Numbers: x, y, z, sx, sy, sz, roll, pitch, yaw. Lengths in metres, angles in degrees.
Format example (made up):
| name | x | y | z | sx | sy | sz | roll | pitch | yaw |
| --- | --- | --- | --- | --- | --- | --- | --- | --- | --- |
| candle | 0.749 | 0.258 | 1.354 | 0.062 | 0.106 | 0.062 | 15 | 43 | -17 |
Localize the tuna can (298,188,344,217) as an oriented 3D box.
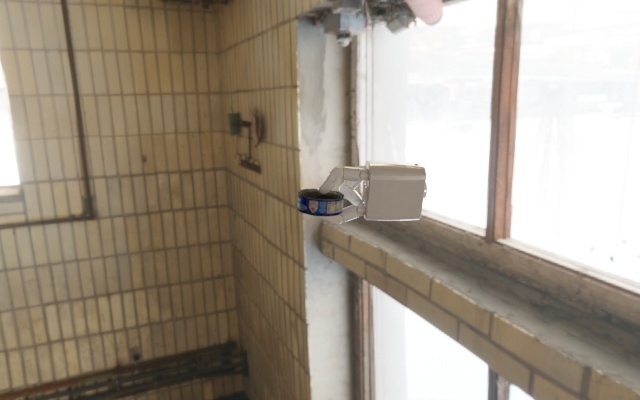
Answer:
| name | x | y | z | sx | sy | sz | roll | pitch | yaw |
| --- | --- | --- | --- | --- | --- | --- | --- | --- | --- |
| tuna can | 0.000 | 0.003 | 0.885 | 0.086 | 0.034 | 0.086 | 4 | 13 | -1 |
